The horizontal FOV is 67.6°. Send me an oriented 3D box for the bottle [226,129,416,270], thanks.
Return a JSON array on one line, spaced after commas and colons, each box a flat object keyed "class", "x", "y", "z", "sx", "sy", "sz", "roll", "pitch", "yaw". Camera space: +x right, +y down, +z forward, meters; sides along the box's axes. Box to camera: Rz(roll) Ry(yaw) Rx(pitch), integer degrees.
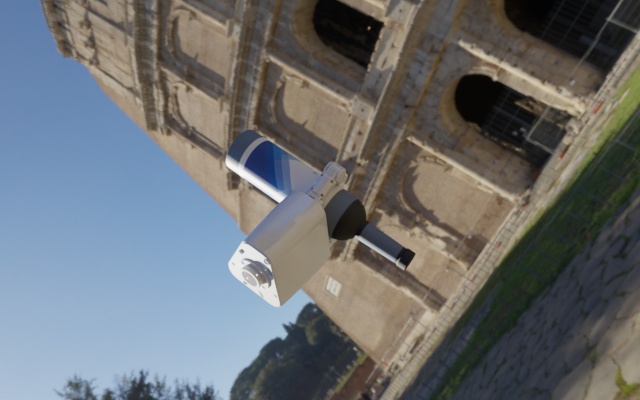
[{"class": "bottle", "x": 0.000, "y": 0.002, "z": 0.666, "sx": 0.295, "sy": 0.069, "sz": 0.069, "roll": 34, "pitch": 10, "yaw": 16}]
